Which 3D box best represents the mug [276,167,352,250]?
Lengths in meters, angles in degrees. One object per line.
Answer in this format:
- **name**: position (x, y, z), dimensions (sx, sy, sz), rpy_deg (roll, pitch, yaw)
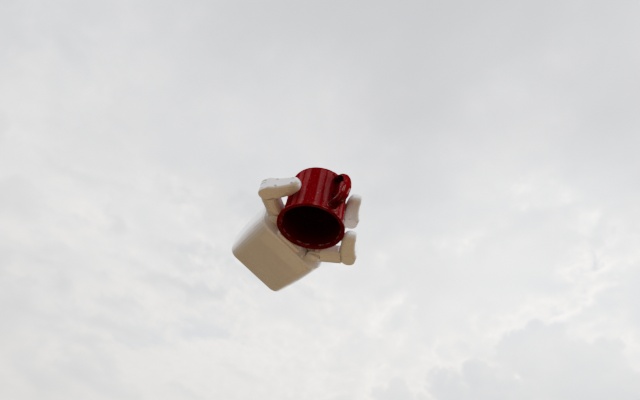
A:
- **mug**: position (0.001, 0.001, 0.656), dimensions (0.093, 0.081, 0.117), rpy_deg (33, -47, -20)
